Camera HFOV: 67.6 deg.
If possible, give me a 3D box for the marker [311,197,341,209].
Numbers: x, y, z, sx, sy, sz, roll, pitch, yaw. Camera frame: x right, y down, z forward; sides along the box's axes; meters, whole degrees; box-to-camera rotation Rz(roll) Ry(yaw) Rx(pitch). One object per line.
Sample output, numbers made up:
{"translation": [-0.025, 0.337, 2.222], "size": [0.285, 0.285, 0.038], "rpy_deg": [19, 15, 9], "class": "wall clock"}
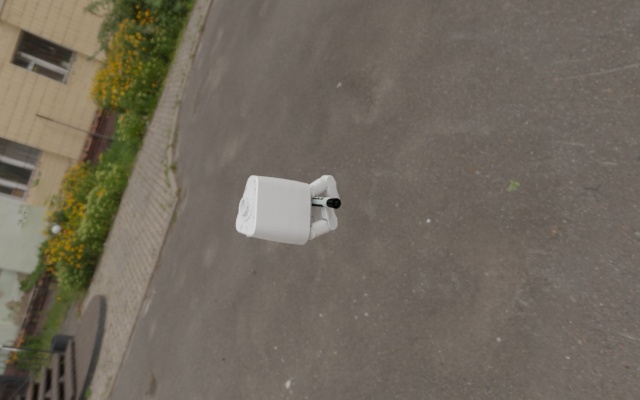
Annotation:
{"translation": [0.000, 0.003, 0.857], "size": [0.020, 0.020, 0.121], "rpy_deg": [0, 3, -29], "class": "marker"}
